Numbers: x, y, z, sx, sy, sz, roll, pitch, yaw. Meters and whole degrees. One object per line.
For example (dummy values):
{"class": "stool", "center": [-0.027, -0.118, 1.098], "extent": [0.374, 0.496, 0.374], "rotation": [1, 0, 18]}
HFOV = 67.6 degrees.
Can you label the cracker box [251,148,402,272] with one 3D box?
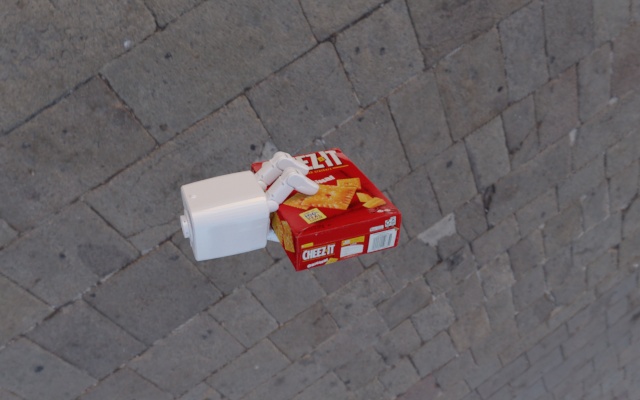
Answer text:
{"class": "cracker box", "center": [0.000, 0.003, 0.739], "extent": [0.164, 0.072, 0.213], "rotation": [-12, 37, -20]}
